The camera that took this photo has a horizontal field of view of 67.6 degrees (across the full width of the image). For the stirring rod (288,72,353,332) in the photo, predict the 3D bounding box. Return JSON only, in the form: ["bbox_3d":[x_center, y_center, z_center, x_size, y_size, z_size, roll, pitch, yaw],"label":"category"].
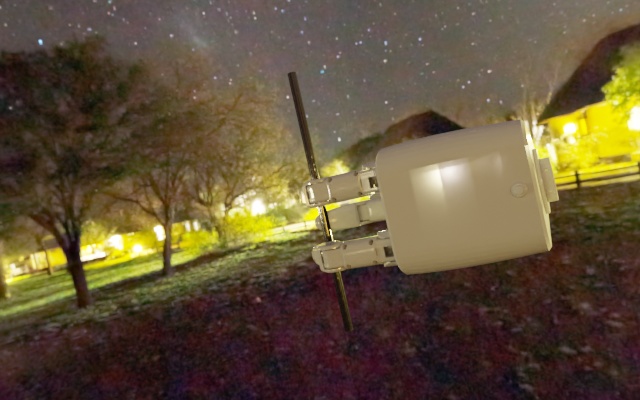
[{"bbox_3d":[0.000,0.002,0.436,0.011,0.239,0.011,-13,1,0],"label":"stirring rod"}]
